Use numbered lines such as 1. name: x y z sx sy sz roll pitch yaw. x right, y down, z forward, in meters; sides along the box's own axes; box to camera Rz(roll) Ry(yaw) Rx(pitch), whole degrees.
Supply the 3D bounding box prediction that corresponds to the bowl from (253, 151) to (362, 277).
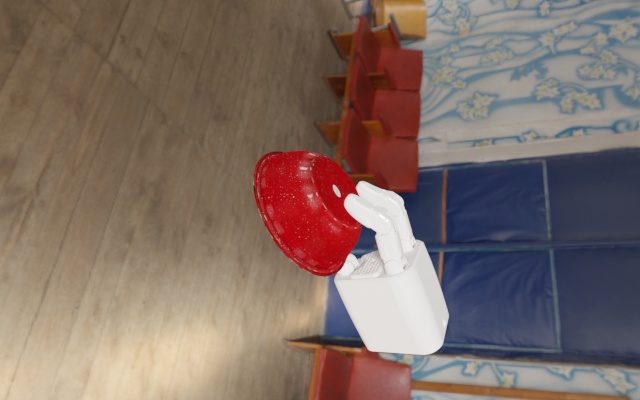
1. bowl: 0.000 0.001 0.545 0.055 0.162 0.162 -31 -17 29
